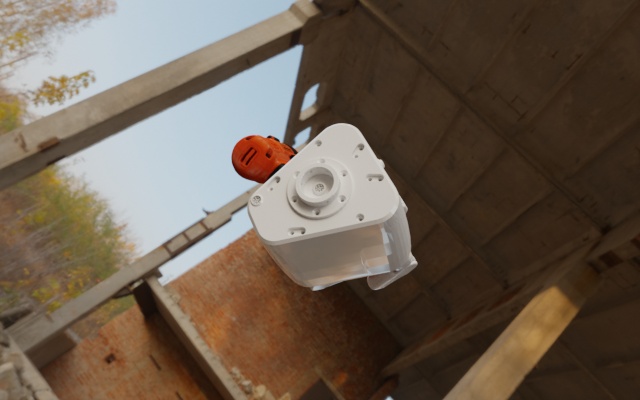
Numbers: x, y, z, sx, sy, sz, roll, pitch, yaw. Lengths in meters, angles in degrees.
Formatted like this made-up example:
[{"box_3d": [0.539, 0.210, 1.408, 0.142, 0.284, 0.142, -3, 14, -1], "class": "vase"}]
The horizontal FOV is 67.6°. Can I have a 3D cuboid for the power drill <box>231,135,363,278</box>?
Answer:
[{"box_3d": [0.000, 0.002, 0.538, 0.187, 0.057, 0.184, 38, 9, 11], "class": "power drill"}]
